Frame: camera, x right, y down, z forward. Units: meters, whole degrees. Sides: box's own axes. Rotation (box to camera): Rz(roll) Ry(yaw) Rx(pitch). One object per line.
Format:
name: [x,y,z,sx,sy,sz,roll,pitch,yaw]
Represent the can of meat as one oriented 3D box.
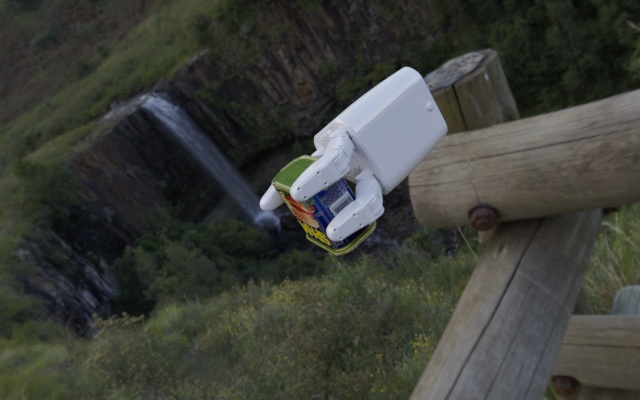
can of meat: [0.000,0.001,0.512,0.057,0.084,0.102,-40,23,-14]
